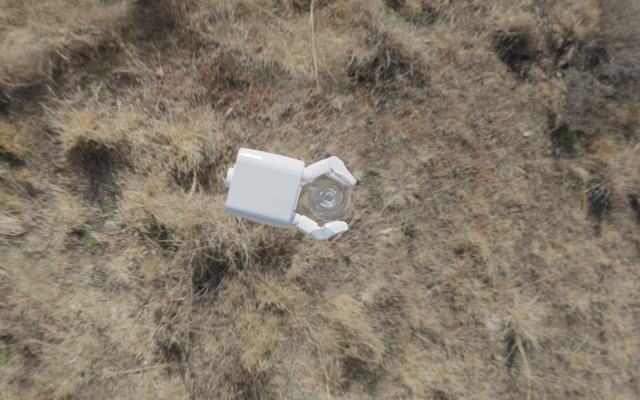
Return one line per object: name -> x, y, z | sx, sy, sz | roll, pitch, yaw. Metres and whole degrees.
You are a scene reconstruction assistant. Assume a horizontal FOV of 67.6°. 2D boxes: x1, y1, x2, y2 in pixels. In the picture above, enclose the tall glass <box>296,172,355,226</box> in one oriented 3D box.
tall glass -> 0.000, 0.003, 0.813 | 0.079, 0.079, 0.201 | 0, -5, -9
